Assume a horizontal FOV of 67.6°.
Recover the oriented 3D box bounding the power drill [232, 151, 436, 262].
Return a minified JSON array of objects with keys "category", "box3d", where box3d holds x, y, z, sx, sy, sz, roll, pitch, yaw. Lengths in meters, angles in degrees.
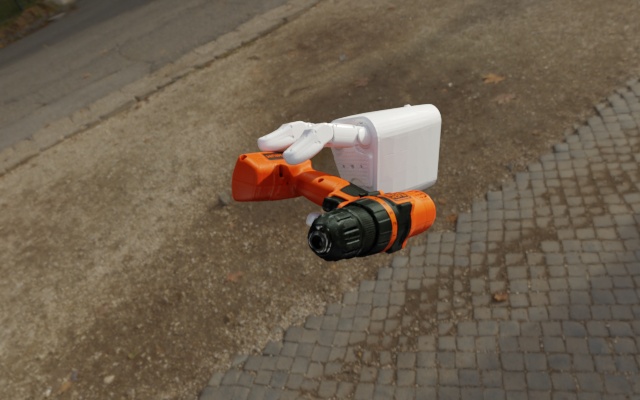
[{"category":"power drill","box3d":[0.000,0.001,0.479,0.187,0.057,0.184,23,18,33]}]
